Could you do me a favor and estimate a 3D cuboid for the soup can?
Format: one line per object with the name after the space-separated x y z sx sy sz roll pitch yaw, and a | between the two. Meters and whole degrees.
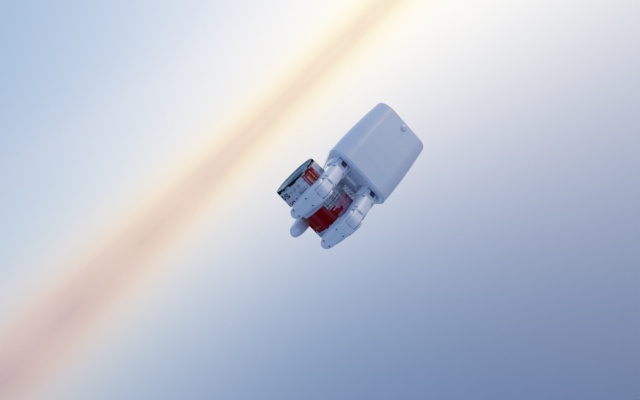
0.000 0.002 0.634 0.068 0.102 0.068 -42 12 11 | soup can
